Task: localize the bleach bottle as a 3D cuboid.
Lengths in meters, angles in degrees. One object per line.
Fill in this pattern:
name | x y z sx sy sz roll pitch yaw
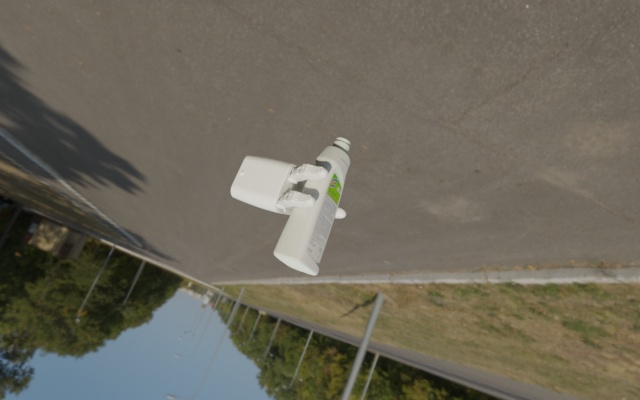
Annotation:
bleach bottle | 0.000 0.003 0.875 0.068 0.250 0.103 15 -18 25
